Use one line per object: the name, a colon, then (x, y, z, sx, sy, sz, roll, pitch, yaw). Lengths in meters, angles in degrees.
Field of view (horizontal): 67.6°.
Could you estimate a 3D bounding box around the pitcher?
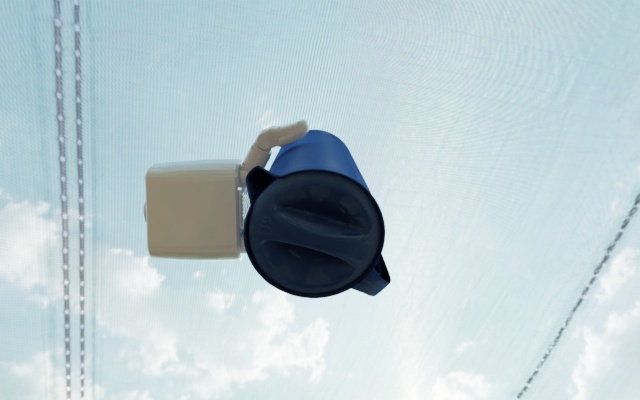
pitcher: (0.000, 0.002, 0.554, 0.145, 0.149, 0.242, -2, 21, 0)
